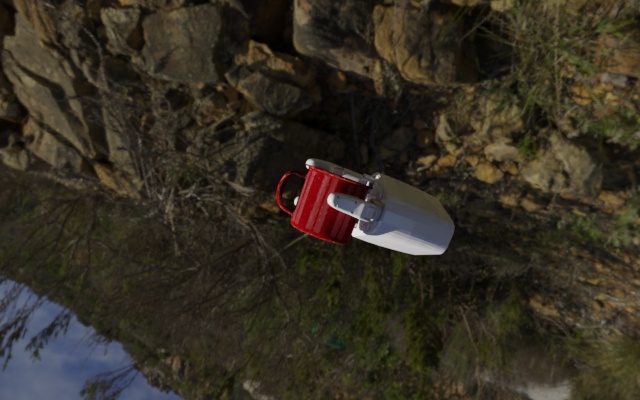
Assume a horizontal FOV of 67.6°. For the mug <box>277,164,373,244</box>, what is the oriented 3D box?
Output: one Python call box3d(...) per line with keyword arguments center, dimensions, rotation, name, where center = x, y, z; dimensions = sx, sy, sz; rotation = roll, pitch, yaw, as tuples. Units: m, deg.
box3d(center=(-0.001, 0.002, 0.616), dimensions=(0.117, 0.081, 0.093), rotation=(19, 3, -11), name="mug")
